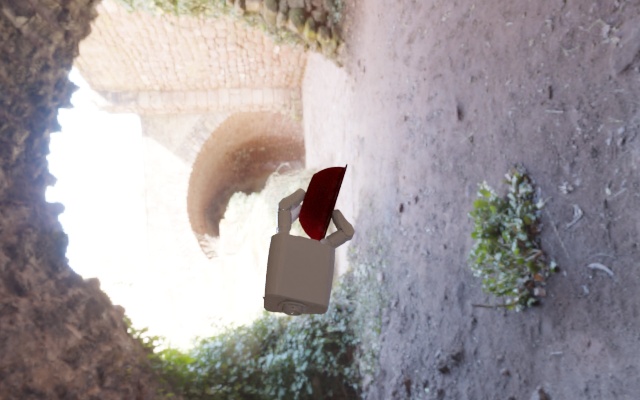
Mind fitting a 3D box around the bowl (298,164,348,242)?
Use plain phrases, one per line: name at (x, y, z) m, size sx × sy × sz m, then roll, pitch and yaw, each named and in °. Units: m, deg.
bowl at (0.000, 0.002, 0.864) m, size 0.055 × 0.162 × 0.162 m, roll 18°, pitch 1°, yaw 3°
